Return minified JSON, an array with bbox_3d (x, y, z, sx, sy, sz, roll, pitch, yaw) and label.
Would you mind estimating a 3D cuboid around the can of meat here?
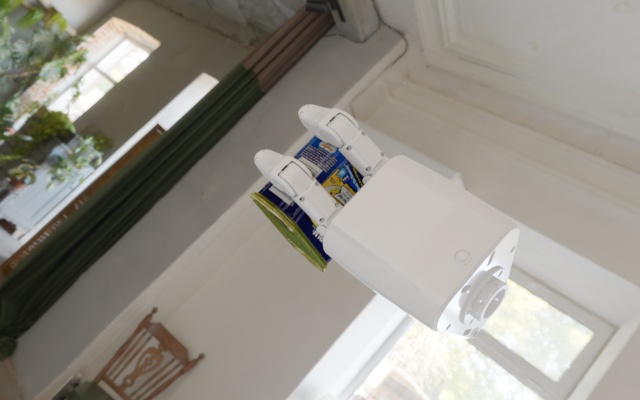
[{"bbox_3d":[0.000,0.001,0.423,0.057,0.084,0.102,35,-14,40],"label":"can of meat"}]
